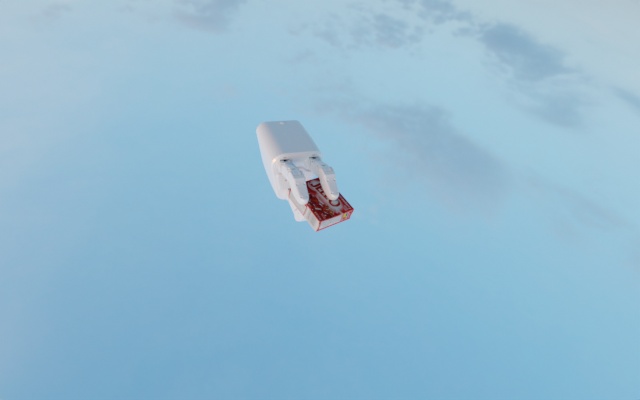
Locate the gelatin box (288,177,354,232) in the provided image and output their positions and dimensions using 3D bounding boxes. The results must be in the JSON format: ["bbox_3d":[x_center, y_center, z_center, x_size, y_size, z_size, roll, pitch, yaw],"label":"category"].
[{"bbox_3d":[0.000,0.003,0.798,0.073,0.089,0.030,-19,-34,-33],"label":"gelatin box"}]
